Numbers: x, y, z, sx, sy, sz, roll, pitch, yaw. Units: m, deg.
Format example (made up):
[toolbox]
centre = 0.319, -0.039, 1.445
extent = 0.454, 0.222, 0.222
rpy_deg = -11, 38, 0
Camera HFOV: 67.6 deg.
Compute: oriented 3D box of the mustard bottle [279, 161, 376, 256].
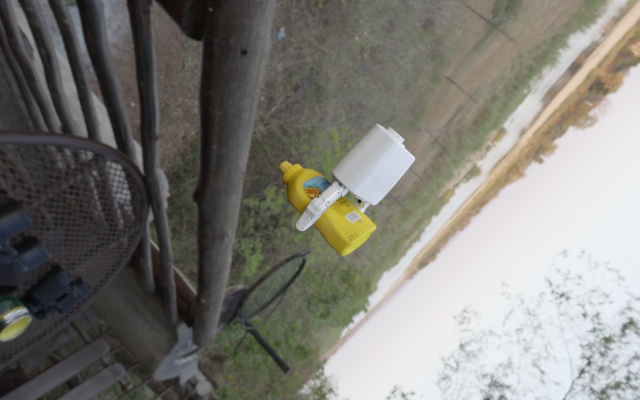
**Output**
[mustard bottle]
centre = 0.000, 0.003, 0.804
extent = 0.096, 0.191, 0.058
rpy_deg = -27, -23, -52
